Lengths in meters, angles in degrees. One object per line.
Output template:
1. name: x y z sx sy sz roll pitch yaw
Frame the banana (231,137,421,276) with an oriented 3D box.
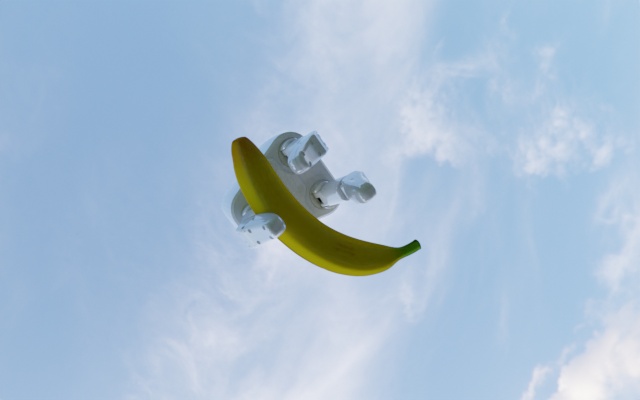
1. banana: -0.007 0.019 0.436 0.198 0.069 0.037 30 1 -14
